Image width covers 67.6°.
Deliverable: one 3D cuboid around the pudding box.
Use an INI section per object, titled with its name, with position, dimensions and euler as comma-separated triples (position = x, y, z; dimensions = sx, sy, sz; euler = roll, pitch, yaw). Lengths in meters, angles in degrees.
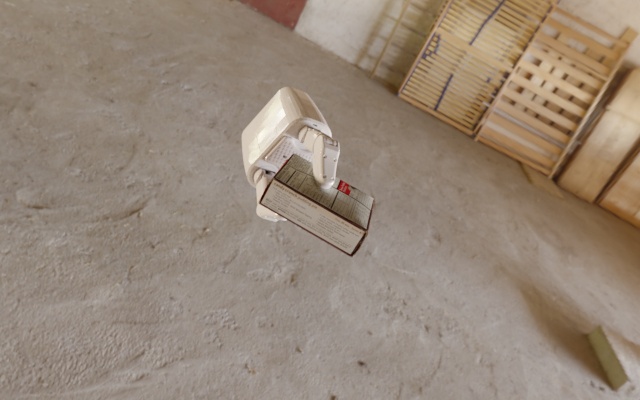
[pudding box]
position = 0.000, 0.002, 0.512
dimensions = 0.113, 0.039, 0.090
euler = 28, 25, -1
